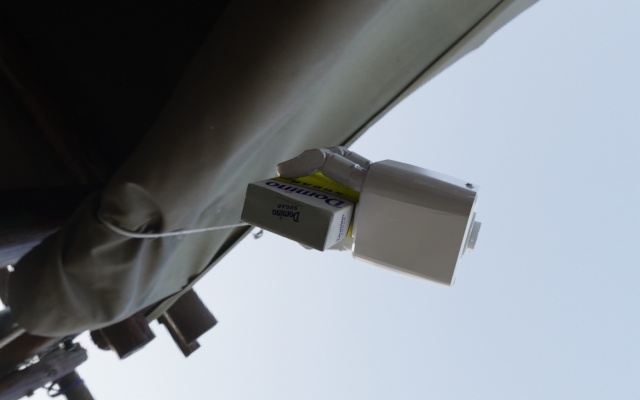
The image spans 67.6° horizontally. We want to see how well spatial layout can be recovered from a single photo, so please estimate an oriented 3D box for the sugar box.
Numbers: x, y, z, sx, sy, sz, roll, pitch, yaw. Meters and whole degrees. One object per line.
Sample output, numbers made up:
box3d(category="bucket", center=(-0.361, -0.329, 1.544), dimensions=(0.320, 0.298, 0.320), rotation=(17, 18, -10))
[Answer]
box3d(category="sugar box", center=(0.000, 0.001, 0.519), dimensions=(0.093, 0.048, 0.176), rotation=(19, 13, 18))
